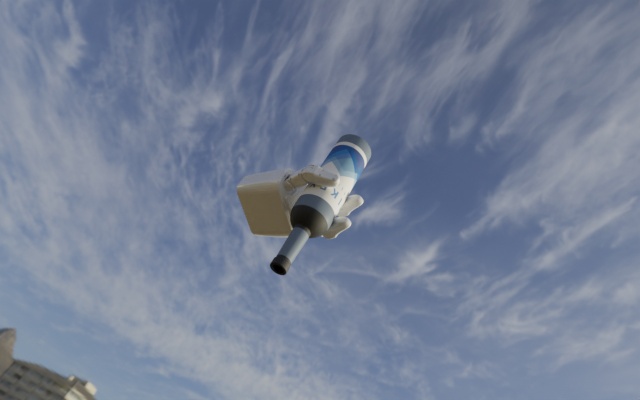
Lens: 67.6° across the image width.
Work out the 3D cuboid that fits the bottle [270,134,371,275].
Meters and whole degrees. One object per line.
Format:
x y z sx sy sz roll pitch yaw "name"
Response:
0.000 0.002 0.778 0.069 0.069 0.295 0 41 34 "bottle"
